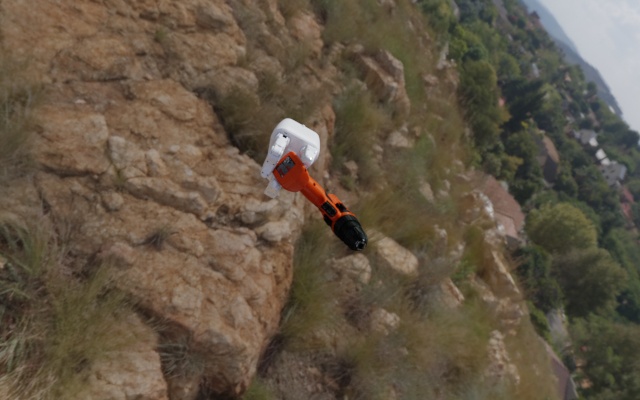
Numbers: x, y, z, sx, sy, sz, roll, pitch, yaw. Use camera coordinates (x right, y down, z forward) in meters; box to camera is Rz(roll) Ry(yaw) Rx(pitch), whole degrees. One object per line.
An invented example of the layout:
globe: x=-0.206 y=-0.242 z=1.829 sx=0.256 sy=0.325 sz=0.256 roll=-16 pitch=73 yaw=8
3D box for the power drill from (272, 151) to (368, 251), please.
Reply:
power drill: x=0.000 y=0.002 z=0.887 sx=0.188 sy=0.057 sz=0.184 roll=45 pitch=2 yaw=-32
